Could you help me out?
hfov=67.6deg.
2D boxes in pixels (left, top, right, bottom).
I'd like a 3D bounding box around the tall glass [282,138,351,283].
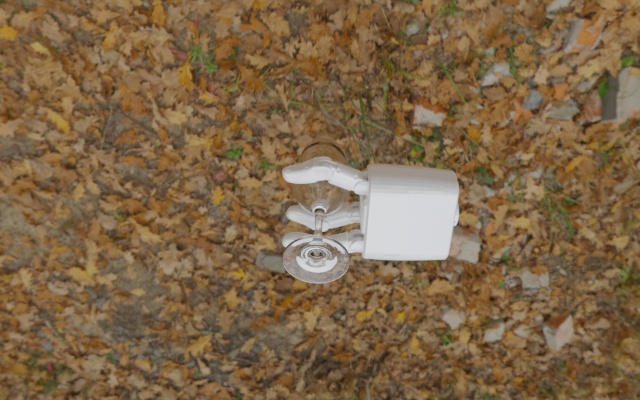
[{"bbox_3d":[0.000,0.002,0.592,0.079,0.079,0.200,0,40,3],"label":"tall glass"}]
